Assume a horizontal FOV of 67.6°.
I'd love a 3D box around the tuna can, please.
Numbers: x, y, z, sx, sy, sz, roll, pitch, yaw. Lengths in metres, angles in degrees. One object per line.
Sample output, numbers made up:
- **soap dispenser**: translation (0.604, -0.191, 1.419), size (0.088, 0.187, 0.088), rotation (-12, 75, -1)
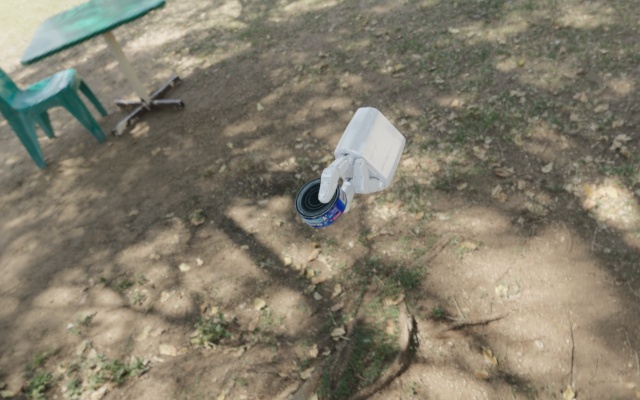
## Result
- **tuna can**: translation (0.000, 0.002, 0.815), size (0.086, 0.086, 0.034), rotation (0, -32, 32)
